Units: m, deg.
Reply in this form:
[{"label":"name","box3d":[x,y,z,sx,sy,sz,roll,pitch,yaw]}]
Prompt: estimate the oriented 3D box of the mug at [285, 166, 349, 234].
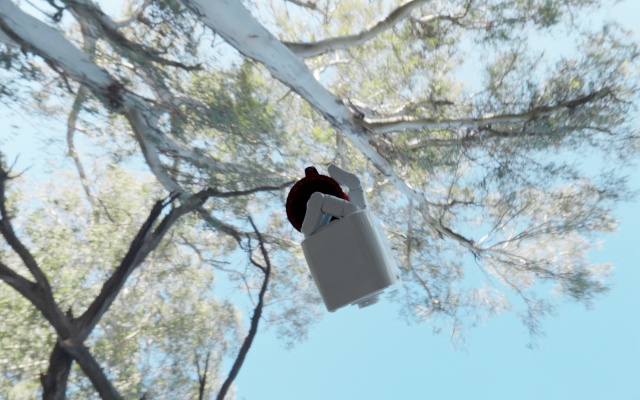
[{"label":"mug","box3d":[0.000,0.001,0.742,0.093,0.117,0.081,-22,-17,13]}]
